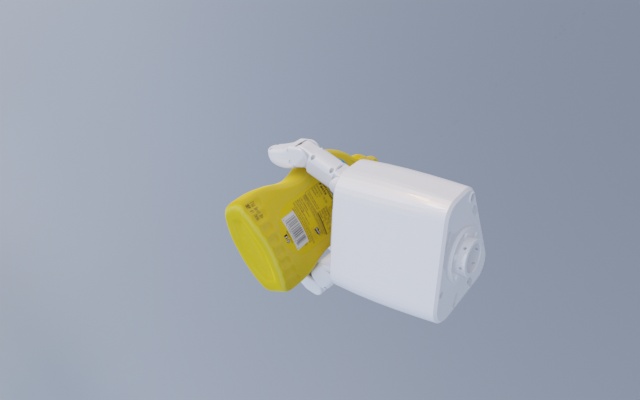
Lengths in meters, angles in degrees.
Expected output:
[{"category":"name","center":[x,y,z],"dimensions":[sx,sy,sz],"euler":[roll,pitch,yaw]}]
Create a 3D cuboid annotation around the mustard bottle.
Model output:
[{"category":"mustard bottle","center":[0.000,0.002,0.489],"dimensions":[0.191,0.096,0.058],"euler":[-37,15,-37]}]
